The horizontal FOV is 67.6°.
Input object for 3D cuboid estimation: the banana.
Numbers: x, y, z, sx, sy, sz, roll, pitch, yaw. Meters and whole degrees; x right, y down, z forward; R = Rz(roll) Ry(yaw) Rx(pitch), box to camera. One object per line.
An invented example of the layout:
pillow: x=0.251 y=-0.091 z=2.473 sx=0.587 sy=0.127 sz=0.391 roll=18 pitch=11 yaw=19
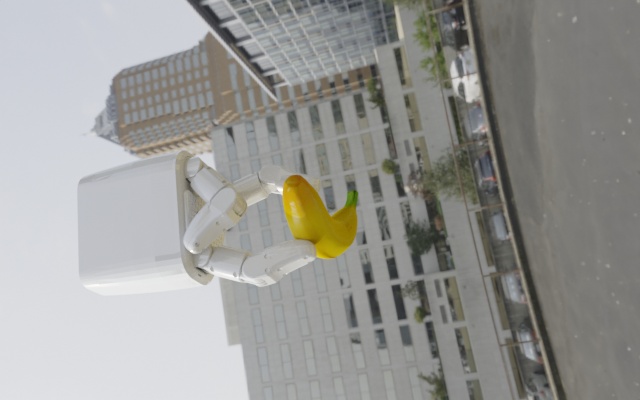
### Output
banana: x=0.003 y=0.020 z=0.439 sx=0.037 sy=0.069 sz=0.198 roll=-8 pitch=-4 yaw=15
